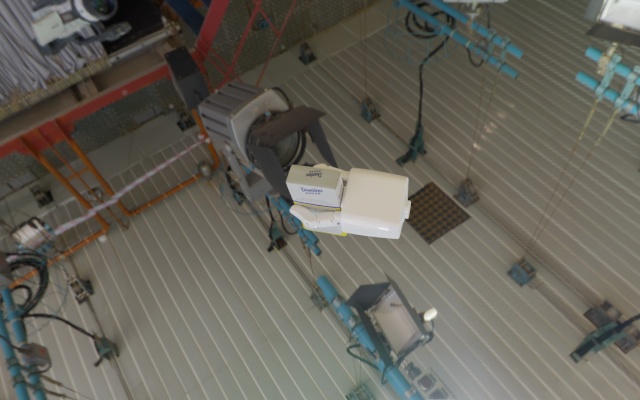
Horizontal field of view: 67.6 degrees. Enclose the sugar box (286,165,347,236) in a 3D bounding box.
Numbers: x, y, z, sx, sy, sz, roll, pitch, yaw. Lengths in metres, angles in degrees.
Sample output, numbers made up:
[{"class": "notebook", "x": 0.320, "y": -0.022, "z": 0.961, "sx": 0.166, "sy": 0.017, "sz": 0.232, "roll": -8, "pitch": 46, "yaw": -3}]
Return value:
[{"class": "sugar box", "x": 0.000, "y": 0.003, "z": 0.895, "sx": 0.093, "sy": 0.048, "sz": 0.176, "roll": 9, "pitch": -31, "yaw": 14}]
